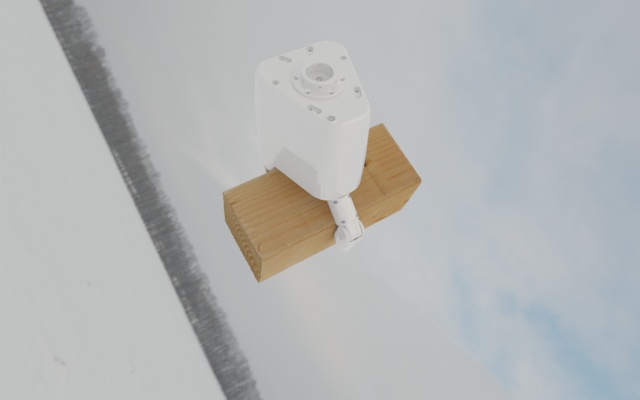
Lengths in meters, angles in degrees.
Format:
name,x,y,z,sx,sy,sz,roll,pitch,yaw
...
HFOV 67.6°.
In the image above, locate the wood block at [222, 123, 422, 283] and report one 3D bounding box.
name,x,y,z,sx,sy,sz,roll,pitch,yaw
wood block,0.000,0.002,0.559,0.206,0.090,0.090,-25,-18,-19
